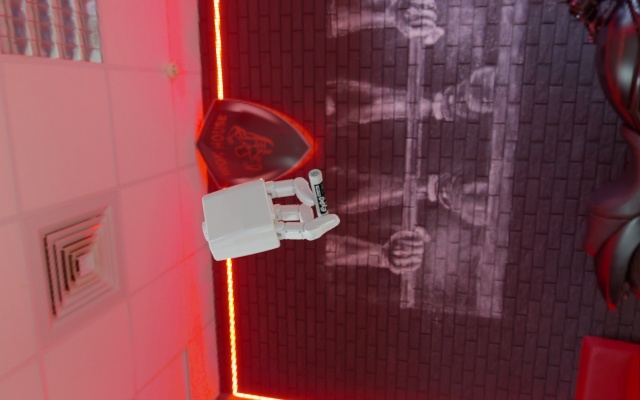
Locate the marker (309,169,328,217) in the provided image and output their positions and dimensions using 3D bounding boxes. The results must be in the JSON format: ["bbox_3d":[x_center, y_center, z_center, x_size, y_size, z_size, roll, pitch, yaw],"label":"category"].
[{"bbox_3d":[0.000,0.002,0.754,0.020,0.121,0.020,-6,43,6],"label":"marker"}]
